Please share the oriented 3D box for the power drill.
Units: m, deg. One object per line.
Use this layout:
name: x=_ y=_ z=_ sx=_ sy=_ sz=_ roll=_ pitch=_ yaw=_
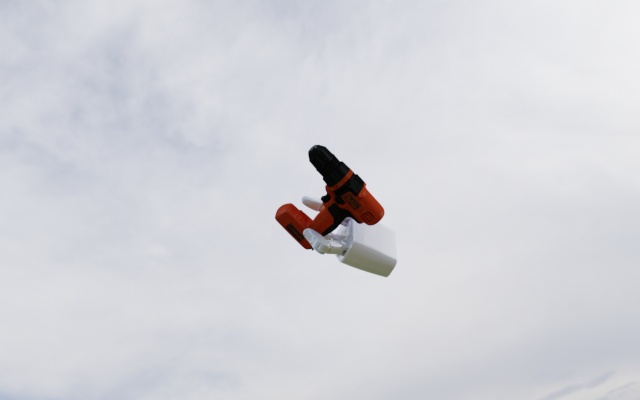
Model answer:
power drill: x=0.000 y=0.003 z=0.899 sx=0.188 sy=0.184 sz=0.057 roll=-34 pitch=15 yaw=37
